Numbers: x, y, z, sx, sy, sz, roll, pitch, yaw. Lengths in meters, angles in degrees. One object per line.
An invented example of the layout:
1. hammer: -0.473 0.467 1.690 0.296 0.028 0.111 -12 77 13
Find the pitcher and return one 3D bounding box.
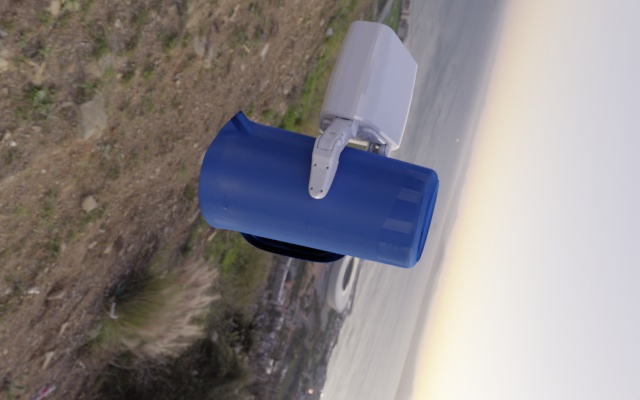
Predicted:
1. pitcher: 0.000 0.002 0.538 0.243 0.145 0.149 14 -6 16
